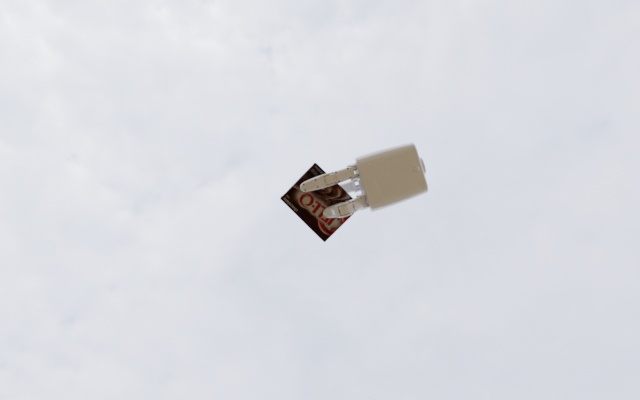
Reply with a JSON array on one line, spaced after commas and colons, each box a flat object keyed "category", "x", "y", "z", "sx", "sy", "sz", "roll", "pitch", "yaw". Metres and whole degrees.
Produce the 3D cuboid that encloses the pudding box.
[{"category": "pudding box", "x": 0.000, "y": 0.003, "z": 0.843, "sx": 0.113, "sy": 0.090, "sz": 0.039, "roll": 44, "pitch": 5, "yaw": -1}]
